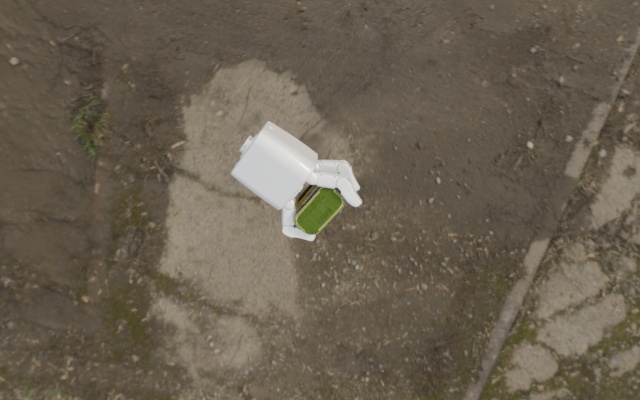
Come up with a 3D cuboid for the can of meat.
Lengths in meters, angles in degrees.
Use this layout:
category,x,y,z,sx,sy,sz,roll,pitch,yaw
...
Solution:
category,x,y,z,sx,sy,sz,roll,pitch,yaw
can of meat,0.000,0.003,0.838,0.057,0.102,0.084,38,20,-11
